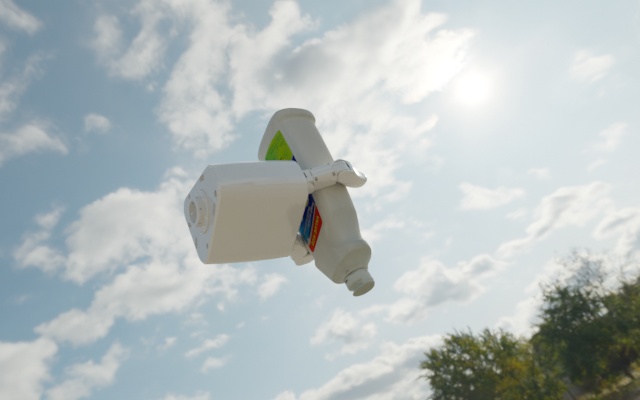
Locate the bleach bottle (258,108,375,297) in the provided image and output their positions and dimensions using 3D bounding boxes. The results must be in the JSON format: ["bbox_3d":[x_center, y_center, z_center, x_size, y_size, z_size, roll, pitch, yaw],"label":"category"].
[{"bbox_3d":[0.000,0.002,0.597,0.068,0.250,0.103,-4,-40,-35],"label":"bleach bottle"}]
